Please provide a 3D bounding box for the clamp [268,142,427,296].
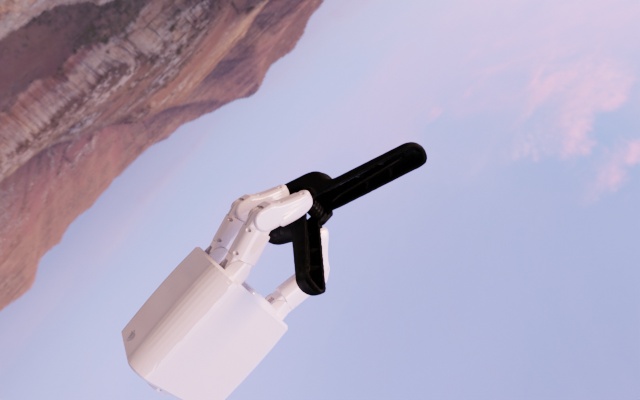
[{"bbox_3d":[0.000,0.002,0.472,0.164,0.036,0.210,-46,24,-14],"label":"clamp"}]
